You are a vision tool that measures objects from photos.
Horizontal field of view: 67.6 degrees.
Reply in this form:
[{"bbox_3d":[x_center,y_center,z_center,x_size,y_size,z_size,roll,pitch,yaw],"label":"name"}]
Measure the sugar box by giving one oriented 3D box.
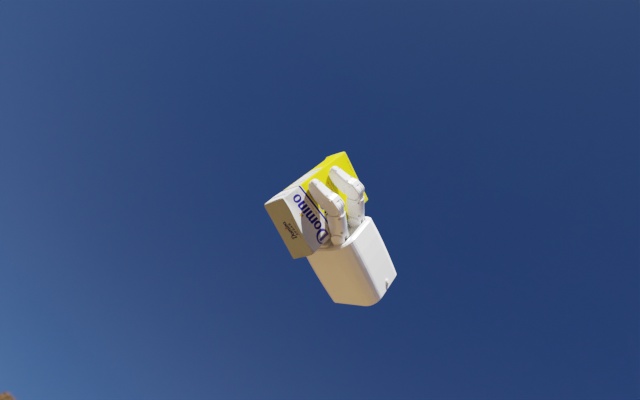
[{"bbox_3d":[0.001,0.002,0.720,0.048,0.093,0.176,-18,15,38],"label":"sugar box"}]
